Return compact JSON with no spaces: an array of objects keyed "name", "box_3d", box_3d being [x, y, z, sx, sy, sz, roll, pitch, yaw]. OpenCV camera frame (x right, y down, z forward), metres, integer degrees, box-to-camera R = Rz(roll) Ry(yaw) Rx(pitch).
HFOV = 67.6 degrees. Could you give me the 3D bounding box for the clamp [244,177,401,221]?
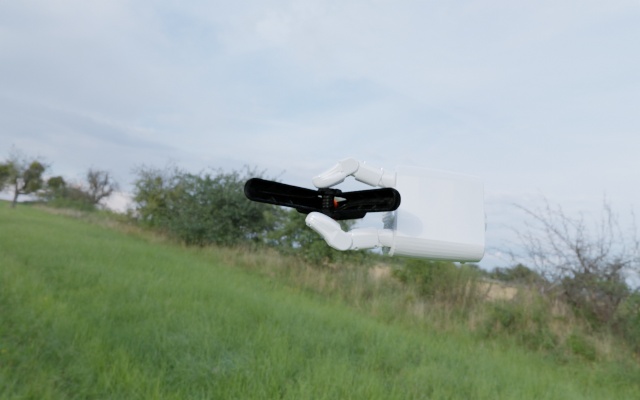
[{"name":"clamp","box_3d":[0.000,0.001,0.583,0.164,0.036,0.210,6,-6,0]}]
